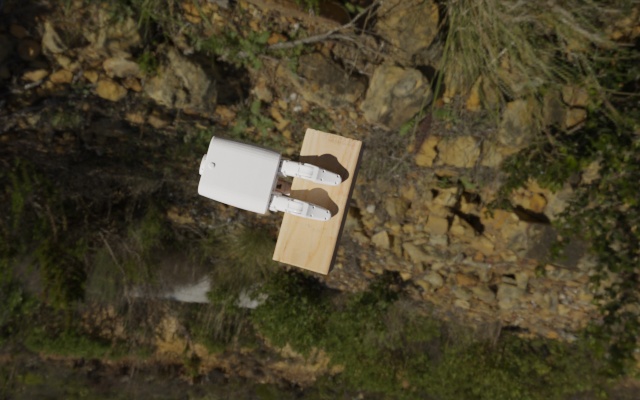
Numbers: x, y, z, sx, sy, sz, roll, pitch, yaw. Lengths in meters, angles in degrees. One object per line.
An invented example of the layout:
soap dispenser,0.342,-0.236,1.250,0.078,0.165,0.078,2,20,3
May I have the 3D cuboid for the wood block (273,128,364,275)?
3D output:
wood block,0.000,0.003,0.759,0.090,0.206,0.091,15,-1,7
